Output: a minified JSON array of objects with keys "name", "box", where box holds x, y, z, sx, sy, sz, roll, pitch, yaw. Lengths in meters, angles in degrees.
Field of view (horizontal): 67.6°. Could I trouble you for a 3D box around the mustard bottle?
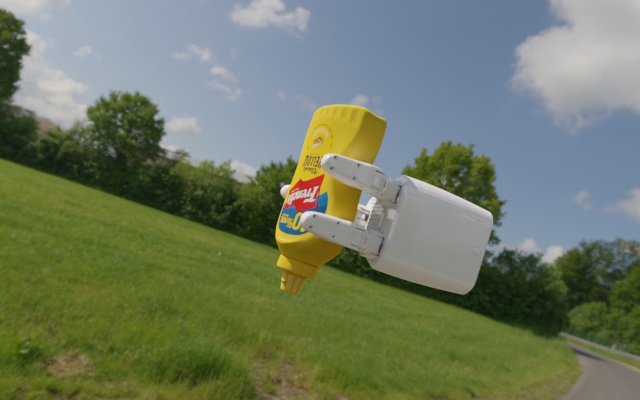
[{"name":"mustard bottle","box":[0.000,0.001,0.484,0.058,0.191,0.096,22,-6,-35]}]
